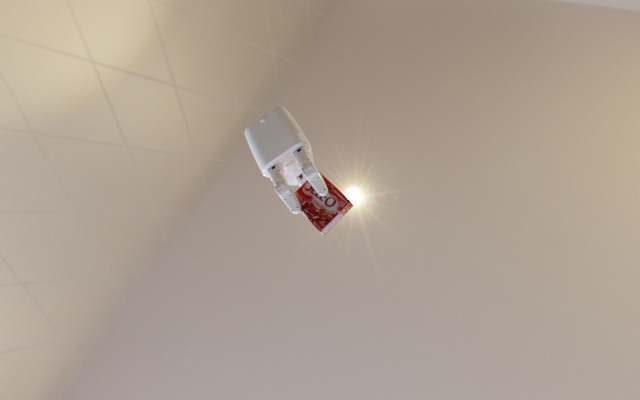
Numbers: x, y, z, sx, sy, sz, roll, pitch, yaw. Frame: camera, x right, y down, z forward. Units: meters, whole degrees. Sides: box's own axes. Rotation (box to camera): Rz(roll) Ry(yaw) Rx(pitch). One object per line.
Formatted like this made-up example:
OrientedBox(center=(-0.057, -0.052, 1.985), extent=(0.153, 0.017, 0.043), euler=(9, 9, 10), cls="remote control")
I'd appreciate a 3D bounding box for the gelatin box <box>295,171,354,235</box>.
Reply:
OrientedBox(center=(0.000, 0.003, 0.815), extent=(0.089, 0.073, 0.030), euler=(45, -1, 25), cls="gelatin box")
